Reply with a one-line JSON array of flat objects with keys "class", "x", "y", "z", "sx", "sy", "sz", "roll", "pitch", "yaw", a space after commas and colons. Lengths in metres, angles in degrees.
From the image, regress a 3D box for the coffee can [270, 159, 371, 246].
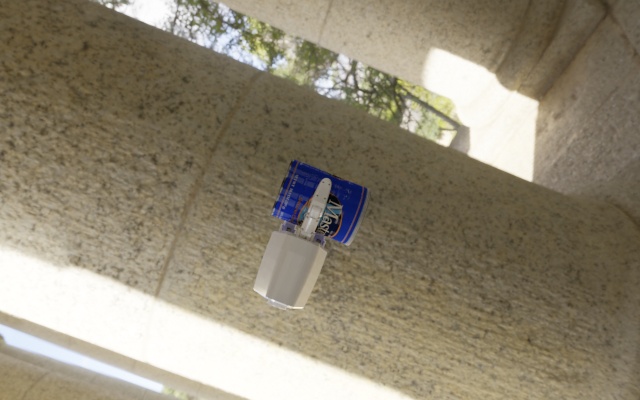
[{"class": "coffee can", "x": 0.000, "y": 0.002, "z": 0.797, "sx": 0.140, "sy": 0.103, "sz": 0.103, "roll": 22, "pitch": -1, "yaw": -3}]
